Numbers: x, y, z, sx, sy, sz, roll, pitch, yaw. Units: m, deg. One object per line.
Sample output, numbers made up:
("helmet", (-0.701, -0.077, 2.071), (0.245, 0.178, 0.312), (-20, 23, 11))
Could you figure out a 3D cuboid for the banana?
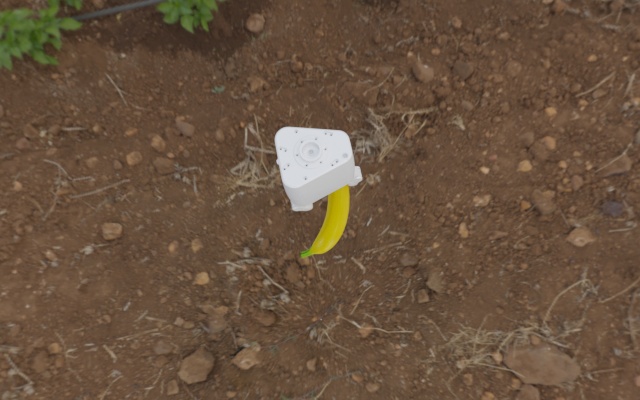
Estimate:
("banana", (0.017, 0.010, 0.844), (0.069, 0.197, 0.037), (12, -10, 10))
